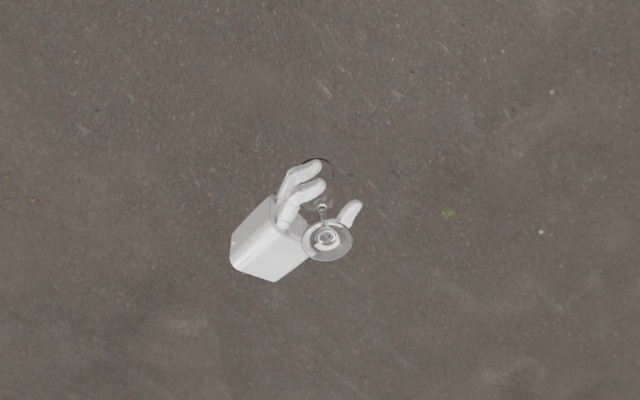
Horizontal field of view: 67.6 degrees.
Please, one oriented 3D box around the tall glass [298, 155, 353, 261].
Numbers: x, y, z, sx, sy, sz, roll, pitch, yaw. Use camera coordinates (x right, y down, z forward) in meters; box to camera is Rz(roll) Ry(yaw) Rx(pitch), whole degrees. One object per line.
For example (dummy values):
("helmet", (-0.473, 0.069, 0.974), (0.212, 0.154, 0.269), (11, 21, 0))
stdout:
("tall glass", (0.000, 0.003, 0.761), (0.079, 0.079, 0.201), (0, 35, -6))
